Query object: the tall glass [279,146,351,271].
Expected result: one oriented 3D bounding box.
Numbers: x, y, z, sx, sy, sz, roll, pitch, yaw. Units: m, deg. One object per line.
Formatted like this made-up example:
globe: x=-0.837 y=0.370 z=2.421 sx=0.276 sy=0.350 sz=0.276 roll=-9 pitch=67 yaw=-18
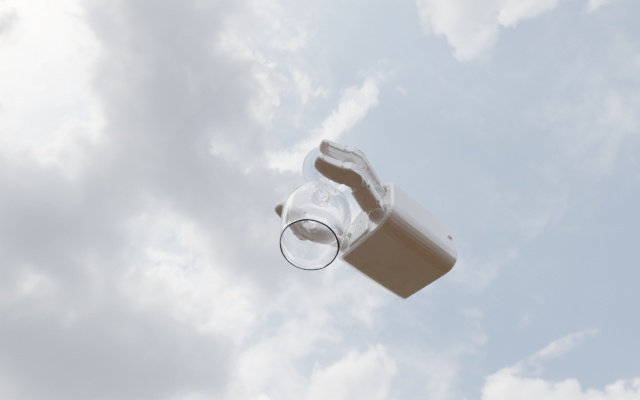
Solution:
tall glass: x=0.000 y=0.002 z=0.570 sx=0.079 sy=0.079 sz=0.201 roll=0 pitch=26 yaw=8
